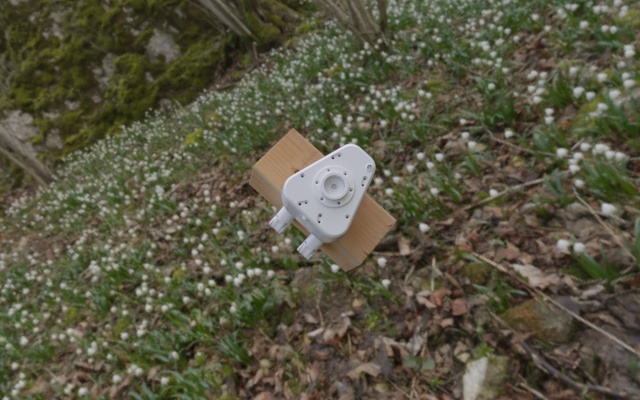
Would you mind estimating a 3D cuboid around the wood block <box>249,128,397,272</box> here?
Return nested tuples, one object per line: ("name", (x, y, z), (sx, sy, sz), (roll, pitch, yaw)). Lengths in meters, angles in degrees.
("wood block", (0.000, 0.002, 0.726), (0.206, 0.091, 0.090), (42, -19, 2))
